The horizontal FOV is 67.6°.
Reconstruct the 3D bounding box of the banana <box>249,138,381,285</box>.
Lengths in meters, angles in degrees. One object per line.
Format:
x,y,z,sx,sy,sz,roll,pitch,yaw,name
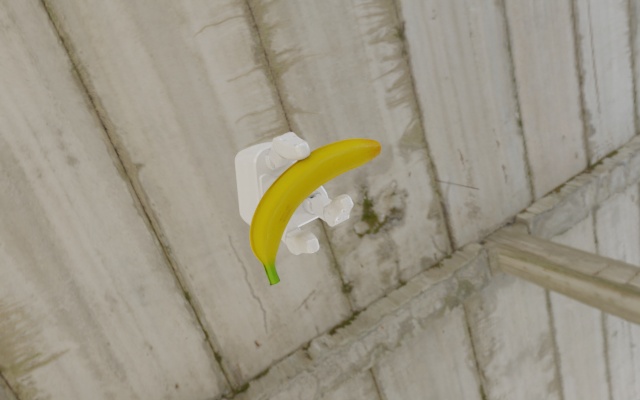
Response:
-0.015,-0.008,0.511,0.070,0.197,0.037,43,-14,-16,banana
